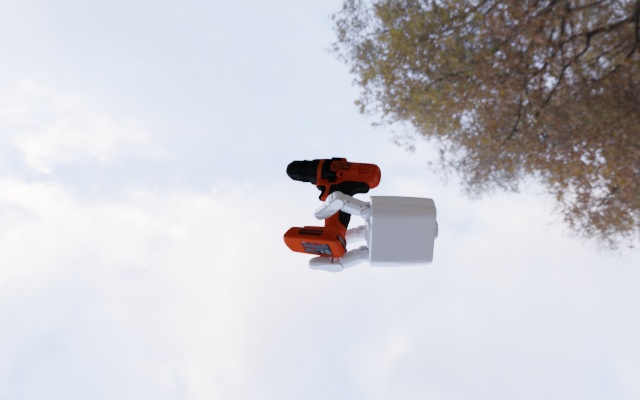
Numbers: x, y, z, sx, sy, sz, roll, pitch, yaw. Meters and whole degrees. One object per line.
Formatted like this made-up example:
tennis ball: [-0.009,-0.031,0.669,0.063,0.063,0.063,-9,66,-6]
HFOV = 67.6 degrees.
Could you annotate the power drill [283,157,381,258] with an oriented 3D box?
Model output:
power drill: [0.000,0.003,0.840,0.184,0.187,0.057,4,-34,25]
